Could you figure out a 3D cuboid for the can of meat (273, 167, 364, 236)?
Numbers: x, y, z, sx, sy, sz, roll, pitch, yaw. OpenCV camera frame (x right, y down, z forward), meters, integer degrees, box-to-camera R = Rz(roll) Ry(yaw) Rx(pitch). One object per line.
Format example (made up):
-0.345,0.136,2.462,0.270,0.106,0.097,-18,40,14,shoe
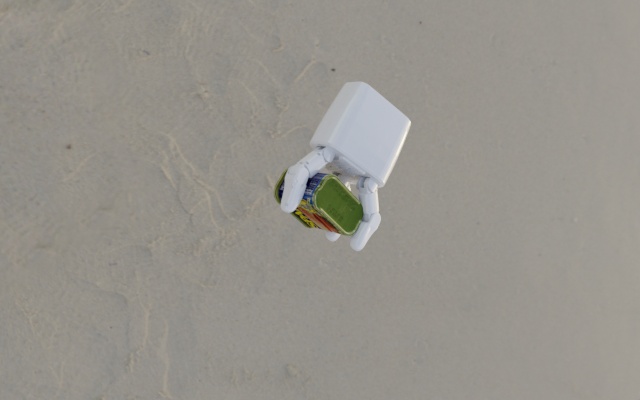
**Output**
0.000,0.002,0.655,0.084,0.057,0.102,11,-25,47,can of meat
